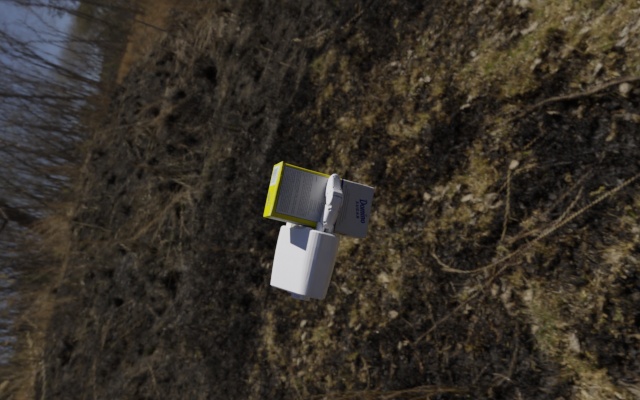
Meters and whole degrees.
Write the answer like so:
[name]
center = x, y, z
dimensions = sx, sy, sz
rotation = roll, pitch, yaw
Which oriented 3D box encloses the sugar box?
[sugar box]
center = 0.000, 0.003, 0.810
dimensions = 0.176, 0.093, 0.048
rotation = 16, -10, -23
